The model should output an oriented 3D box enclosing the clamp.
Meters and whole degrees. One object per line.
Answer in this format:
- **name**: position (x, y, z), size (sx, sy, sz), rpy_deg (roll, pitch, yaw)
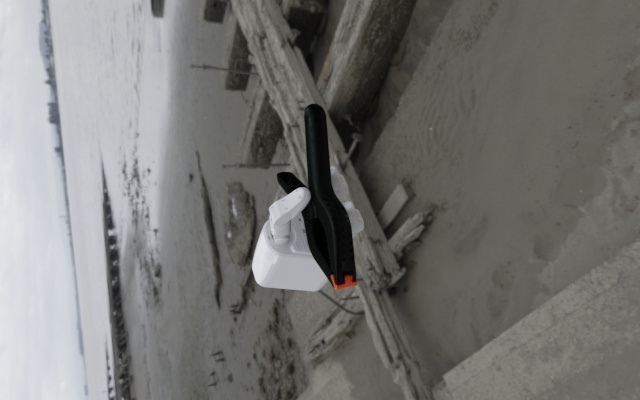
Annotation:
- **clamp**: position (-0.001, 0.003, 0.574), size (0.036, 0.210, 0.165), rpy_deg (-9, -32, -23)
